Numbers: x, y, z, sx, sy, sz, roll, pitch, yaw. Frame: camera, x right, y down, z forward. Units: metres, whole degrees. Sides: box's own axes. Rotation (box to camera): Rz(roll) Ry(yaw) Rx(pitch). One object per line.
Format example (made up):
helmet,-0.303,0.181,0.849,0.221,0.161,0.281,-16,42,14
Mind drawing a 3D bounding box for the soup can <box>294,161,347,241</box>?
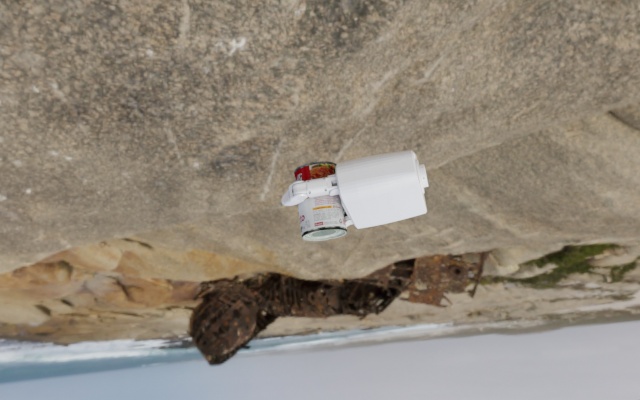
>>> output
soup can,0.000,0.003,0.699,0.068,0.102,0.068,-7,-17,-2
